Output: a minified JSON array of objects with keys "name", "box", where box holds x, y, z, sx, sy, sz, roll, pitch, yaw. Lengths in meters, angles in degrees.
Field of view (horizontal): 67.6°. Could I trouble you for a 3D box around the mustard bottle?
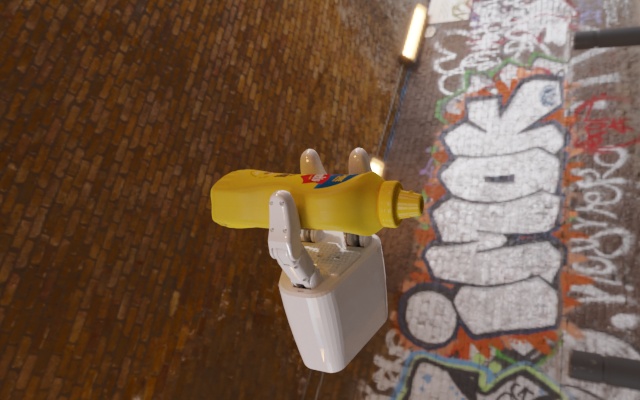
[{"name":"mustard bottle","box":[0.000,0.001,0.448,0.191,0.058,0.096,3,7,25]}]
